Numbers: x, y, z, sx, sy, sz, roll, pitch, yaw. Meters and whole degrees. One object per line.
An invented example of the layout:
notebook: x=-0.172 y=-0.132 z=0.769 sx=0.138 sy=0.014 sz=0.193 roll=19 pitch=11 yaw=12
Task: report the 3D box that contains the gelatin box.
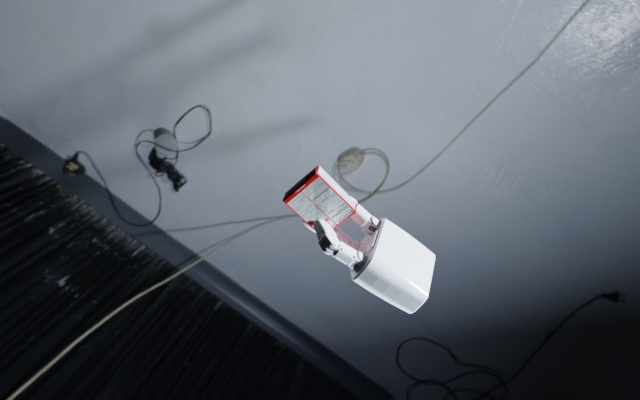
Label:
gelatin box: x=0.000 y=0.002 z=0.719 sx=0.073 sy=0.089 sz=0.030 roll=-39 pitch=18 yaw=25
